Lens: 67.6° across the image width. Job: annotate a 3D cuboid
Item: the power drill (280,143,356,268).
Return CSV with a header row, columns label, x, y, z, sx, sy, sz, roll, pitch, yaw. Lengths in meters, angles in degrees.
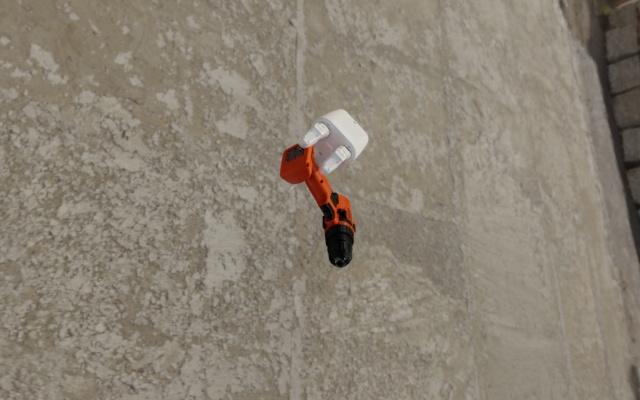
label,x,y,z,sx,sy,sz,roll,pitch,yaw
power drill,0.000,0.002,0.815,0.057,0.188,0.184,-24,29,13
